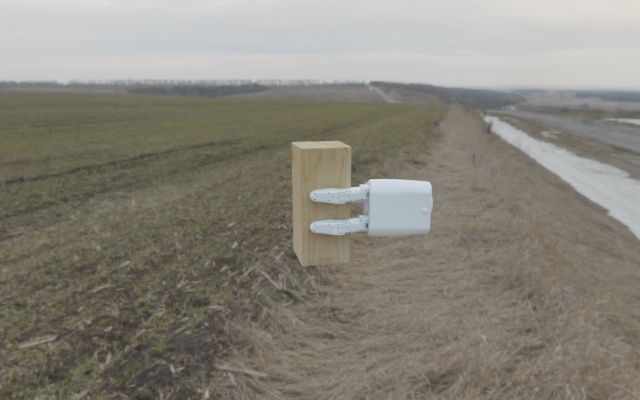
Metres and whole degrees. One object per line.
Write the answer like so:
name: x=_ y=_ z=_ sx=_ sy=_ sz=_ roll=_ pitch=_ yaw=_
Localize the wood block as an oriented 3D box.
wood block: x=0.000 y=0.003 z=0.852 sx=0.090 sy=0.206 sz=0.090 roll=-3 pitch=15 yaw=-12
